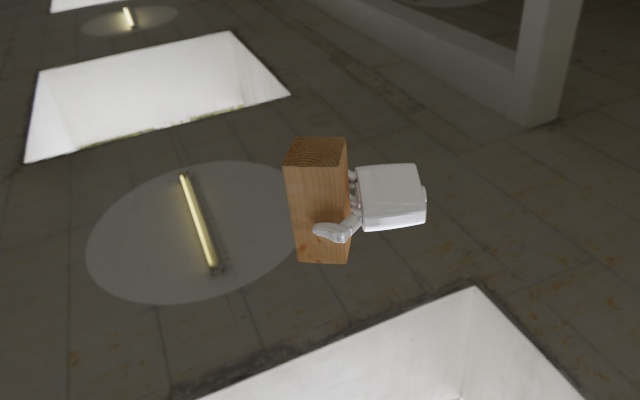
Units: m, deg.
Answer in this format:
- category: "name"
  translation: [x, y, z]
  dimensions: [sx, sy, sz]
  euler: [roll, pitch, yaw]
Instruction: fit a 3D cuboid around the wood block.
- category: "wood block"
  translation: [0.000, 0.003, 0.815]
  dimensions: [0.090, 0.206, 0.090]
  euler: [2, 38, 11]
